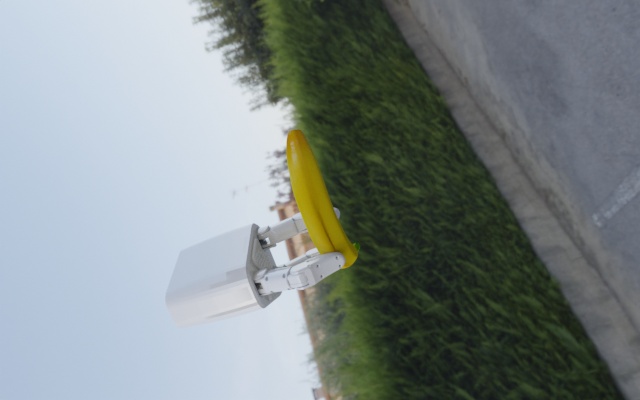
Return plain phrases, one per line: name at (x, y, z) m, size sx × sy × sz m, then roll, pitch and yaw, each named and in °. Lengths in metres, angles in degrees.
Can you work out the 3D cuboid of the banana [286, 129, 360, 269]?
banana at (0.002, 0.016, 0.527) m, size 0.037 × 0.198 × 0.069 m, roll -17°, pitch 39°, yaw 11°
